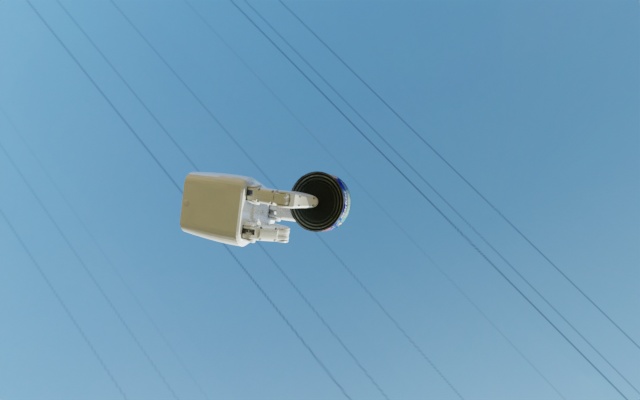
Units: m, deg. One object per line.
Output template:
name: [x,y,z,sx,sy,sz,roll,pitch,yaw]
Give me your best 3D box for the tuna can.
tuna can: [0.000,0.002,0.689,0.086,0.086,0.034,0,-3,25]
